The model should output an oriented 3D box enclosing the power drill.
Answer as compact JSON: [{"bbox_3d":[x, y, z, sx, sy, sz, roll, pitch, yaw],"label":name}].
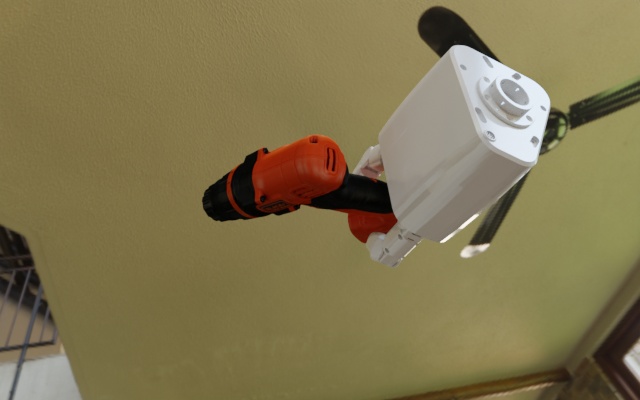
[{"bbox_3d":[0.001,0.001,0.463,0.188,0.057,0.184,13,-18,-38],"label":"power drill"}]
